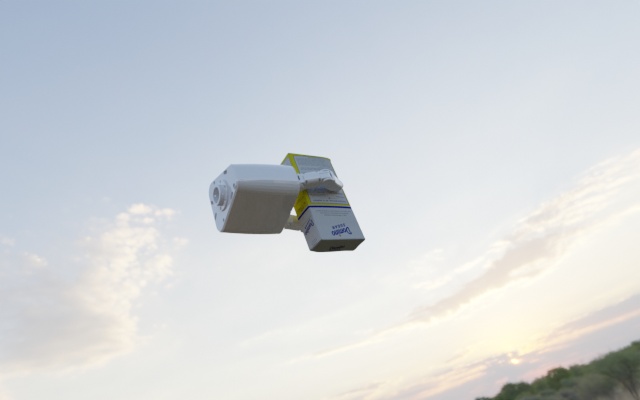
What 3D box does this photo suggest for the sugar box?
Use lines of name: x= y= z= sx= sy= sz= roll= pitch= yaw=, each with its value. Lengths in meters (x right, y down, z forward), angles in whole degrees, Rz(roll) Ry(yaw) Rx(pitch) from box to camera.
sugar box: x=0.000 y=0.003 z=0.803 sx=0.093 sy=0.176 sz=0.048 roll=3 pitch=-36 yaw=-36
